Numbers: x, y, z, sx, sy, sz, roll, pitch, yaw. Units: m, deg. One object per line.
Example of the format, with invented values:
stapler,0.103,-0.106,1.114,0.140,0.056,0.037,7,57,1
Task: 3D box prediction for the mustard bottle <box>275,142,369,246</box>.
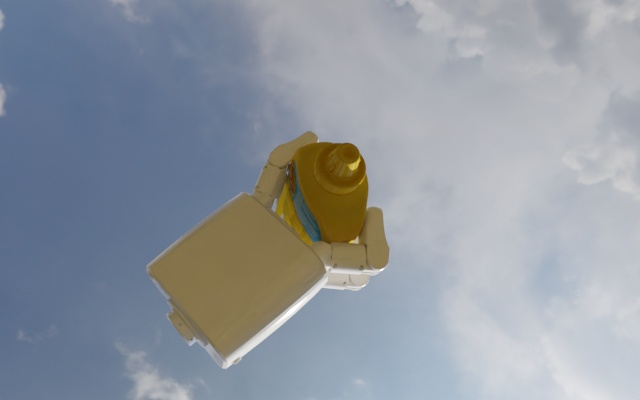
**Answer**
mustard bottle,0.000,0.001,0.440,0.058,0.096,0.192,-13,-19,-18
